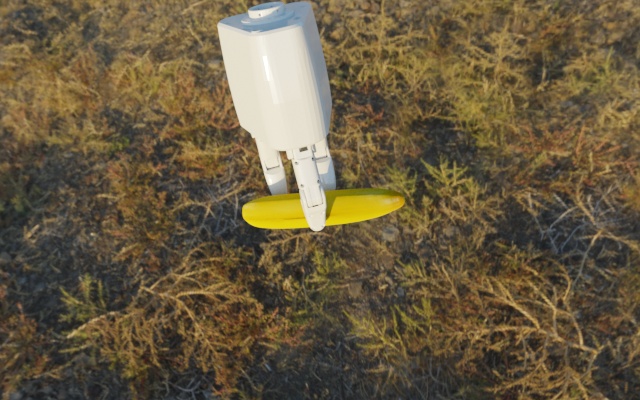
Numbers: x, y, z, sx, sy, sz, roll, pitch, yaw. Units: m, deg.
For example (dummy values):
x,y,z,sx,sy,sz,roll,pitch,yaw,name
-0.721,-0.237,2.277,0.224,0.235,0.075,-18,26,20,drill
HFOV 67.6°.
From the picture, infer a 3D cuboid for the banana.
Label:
x,y,z,sx,sy,sz,roll,pitch,yaw,name
-0.008,0.007,0.531,0.198,0.037,0.069,-4,13,15,banana
